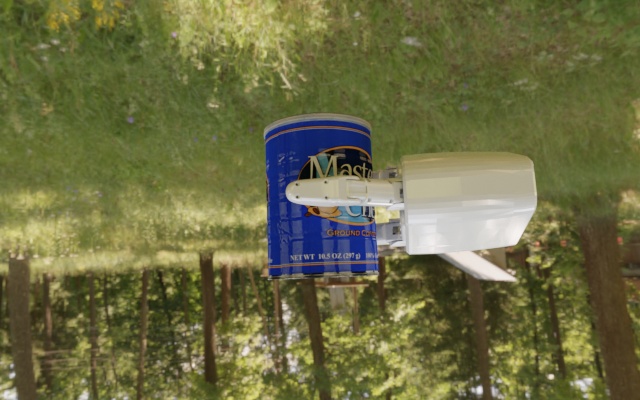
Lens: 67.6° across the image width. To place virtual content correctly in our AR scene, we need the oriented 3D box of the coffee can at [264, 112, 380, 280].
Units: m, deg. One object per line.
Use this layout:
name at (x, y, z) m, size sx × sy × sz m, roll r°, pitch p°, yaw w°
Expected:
coffee can at (0.000, 0.001, 0.446) m, size 0.103 × 0.140 × 0.103 m, roll -2°, pitch -9°, yaw 0°
